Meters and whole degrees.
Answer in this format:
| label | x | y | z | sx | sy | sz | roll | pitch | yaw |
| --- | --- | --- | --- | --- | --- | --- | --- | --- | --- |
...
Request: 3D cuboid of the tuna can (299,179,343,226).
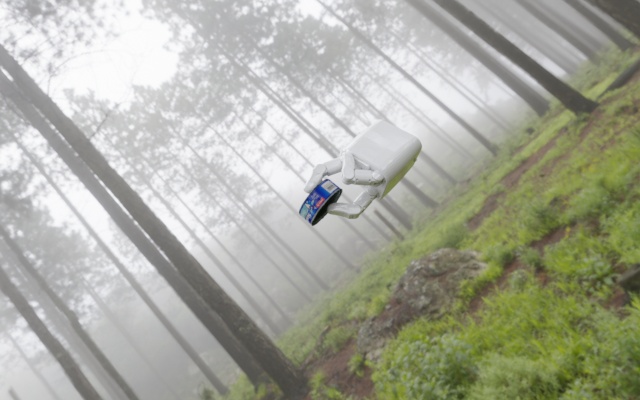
| label | x | y | z | sx | sy | sz | roll | pitch | yaw |
| --- | --- | --- | --- | --- | --- | --- | --- | --- | --- |
| tuna can | 0.000 | 0.002 | 0.860 | 0.033 | 0.086 | 0.086 | 40 | 9 | 11 |
